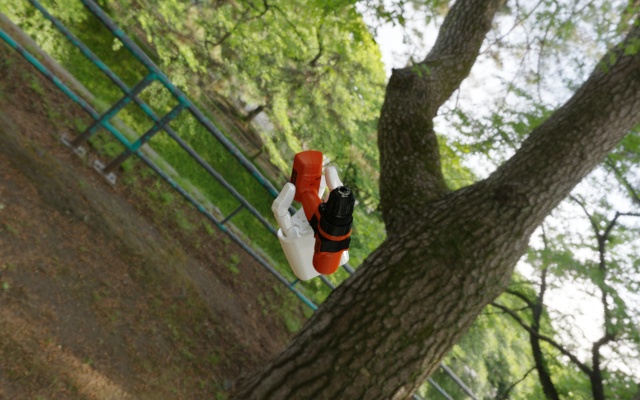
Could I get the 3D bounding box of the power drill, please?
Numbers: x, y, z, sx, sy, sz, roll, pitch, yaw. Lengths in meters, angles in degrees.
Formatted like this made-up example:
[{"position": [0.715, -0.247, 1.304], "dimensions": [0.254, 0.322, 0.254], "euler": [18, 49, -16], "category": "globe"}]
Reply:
[{"position": [0.000, 0.002, 0.791], "dimensions": [0.057, 0.185, 0.187], "euler": [-4, 45, -18], "category": "power drill"}]
